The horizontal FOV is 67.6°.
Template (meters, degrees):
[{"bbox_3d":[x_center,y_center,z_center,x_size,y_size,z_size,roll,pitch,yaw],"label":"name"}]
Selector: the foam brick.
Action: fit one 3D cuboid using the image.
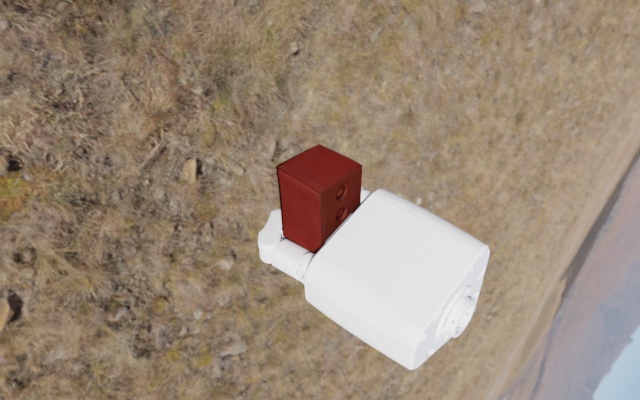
[{"bbox_3d":[0.000,0.001,0.411,0.051,0.078,0.053,30,48,34],"label":"foam brick"}]
